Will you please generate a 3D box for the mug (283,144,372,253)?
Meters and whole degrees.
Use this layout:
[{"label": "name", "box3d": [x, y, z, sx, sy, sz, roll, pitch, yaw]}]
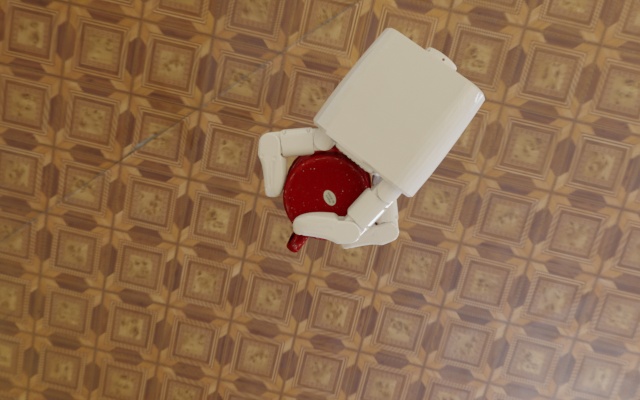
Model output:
[{"label": "mug", "box3d": [-0.001, 0.003, 0.477, 0.093, 0.117, 0.081, 35, 9, -4]}]
